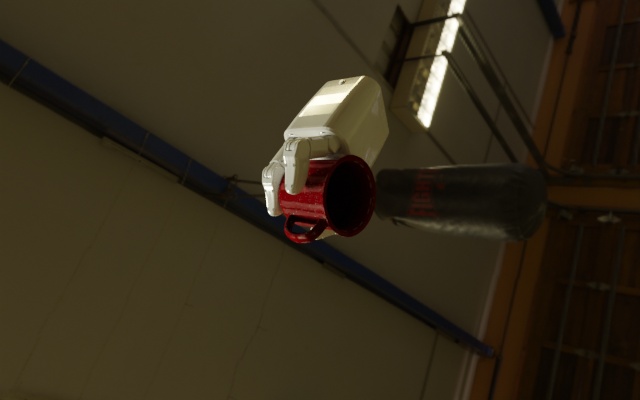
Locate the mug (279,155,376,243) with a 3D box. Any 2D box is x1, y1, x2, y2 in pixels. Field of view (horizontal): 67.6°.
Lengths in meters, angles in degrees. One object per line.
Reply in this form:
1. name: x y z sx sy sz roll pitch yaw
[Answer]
1. mug: -0.001 0.003 0.558 0.081 0.117 0.093 5 -37 43
